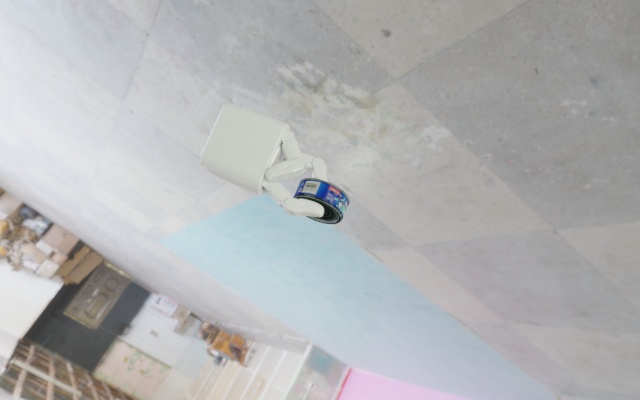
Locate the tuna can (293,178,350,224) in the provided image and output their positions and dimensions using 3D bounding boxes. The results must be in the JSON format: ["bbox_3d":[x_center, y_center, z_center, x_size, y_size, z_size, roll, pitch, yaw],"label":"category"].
[{"bbox_3d":[0.000,0.003,0.749,0.086,0.033,0.086,19,-25,9],"label":"tuna can"}]
